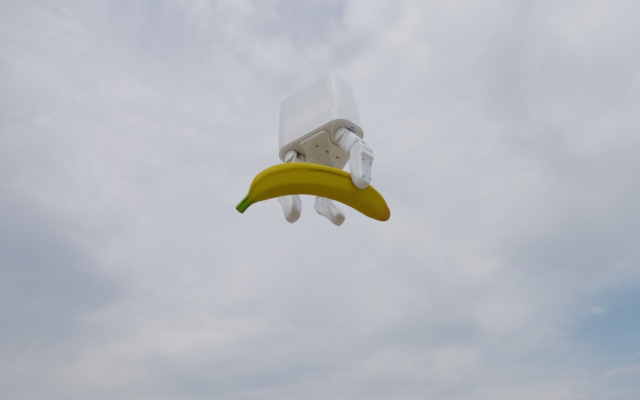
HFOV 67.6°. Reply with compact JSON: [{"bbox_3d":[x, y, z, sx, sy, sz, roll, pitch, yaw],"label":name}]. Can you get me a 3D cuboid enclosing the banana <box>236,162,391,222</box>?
[{"bbox_3d":[0.002,-0.012,0.573,0.198,0.070,0.037,5,43,-17],"label":"banana"}]
